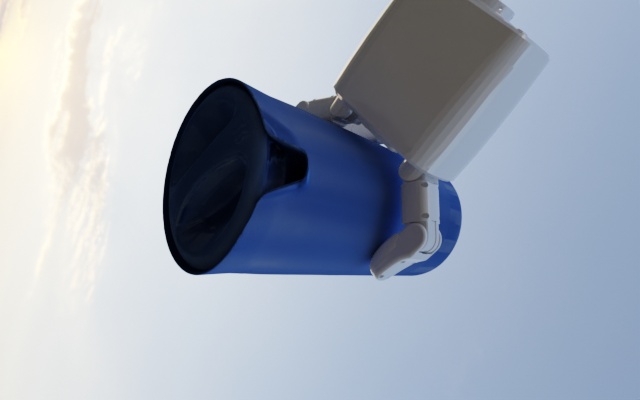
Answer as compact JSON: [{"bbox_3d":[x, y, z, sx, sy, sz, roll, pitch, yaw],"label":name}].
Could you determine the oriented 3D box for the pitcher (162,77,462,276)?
[{"bbox_3d":[0.000,0.001,0.401,0.243,0.145,0.149,13,31,-41],"label":"pitcher"}]
